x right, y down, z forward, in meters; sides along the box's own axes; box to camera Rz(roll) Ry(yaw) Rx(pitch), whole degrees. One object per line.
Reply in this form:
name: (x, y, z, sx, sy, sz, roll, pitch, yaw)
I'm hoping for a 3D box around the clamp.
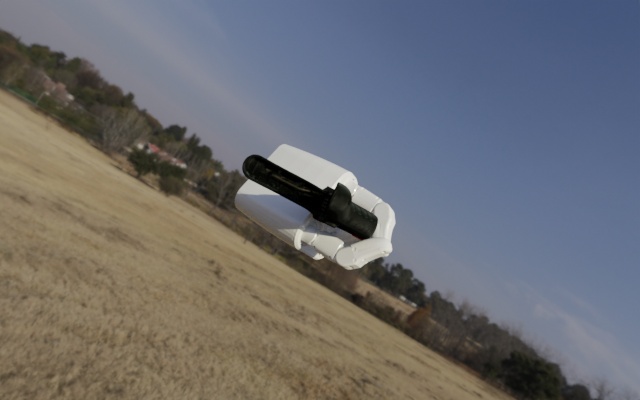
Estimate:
clamp: (0.001, 0.001, 0.482, 0.120, 0.039, 0.171, 28, -6, 27)
